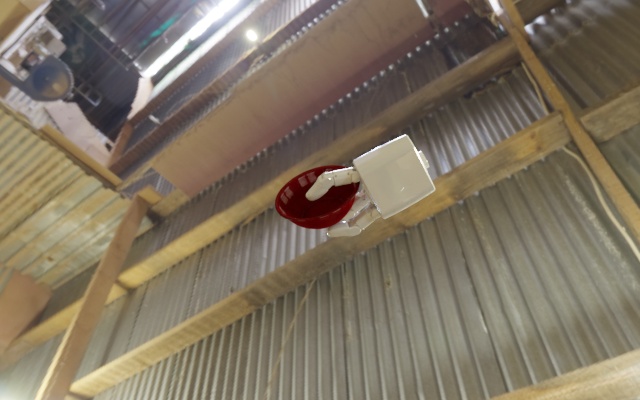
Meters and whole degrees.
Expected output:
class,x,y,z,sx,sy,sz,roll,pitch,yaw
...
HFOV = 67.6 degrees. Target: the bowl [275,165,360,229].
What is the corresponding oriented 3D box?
class,x,y,z,sx,sy,sz,roll,pitch,yaw
bowl,-0.001,0.003,0.881,0.162,0.055,0.162,-14,35,10
